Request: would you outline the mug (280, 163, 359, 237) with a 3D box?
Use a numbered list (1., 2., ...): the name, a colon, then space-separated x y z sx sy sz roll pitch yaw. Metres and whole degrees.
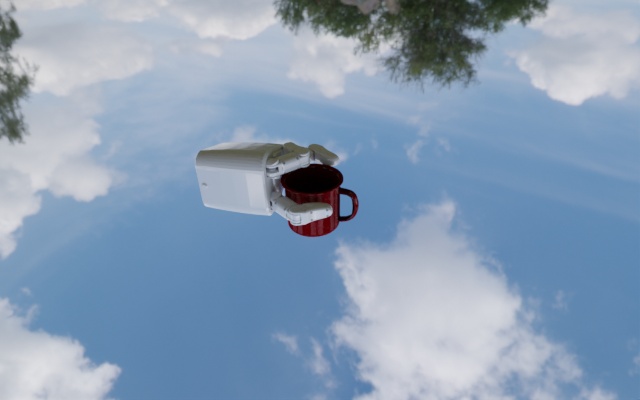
1. mug: 0.002 0.003 0.719 0.117 0.081 0.093 7 33 14
